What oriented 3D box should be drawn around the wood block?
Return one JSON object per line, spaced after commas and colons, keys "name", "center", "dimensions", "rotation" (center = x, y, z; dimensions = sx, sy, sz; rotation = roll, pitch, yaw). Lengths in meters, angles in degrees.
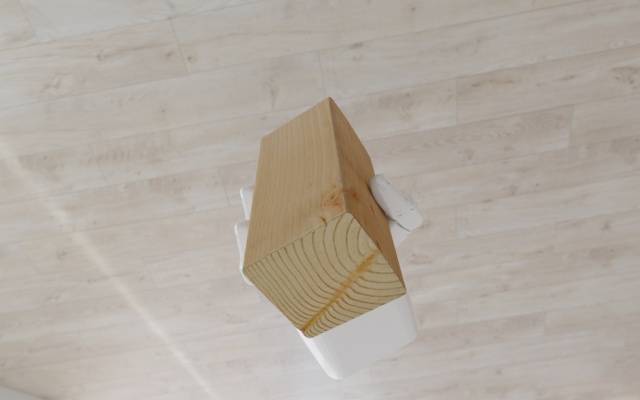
{"name": "wood block", "center": [0.001, 0.002, 0.424], "dimensions": [0.091, 0.090, 0.206], "rotation": [-29, 30, 15]}
